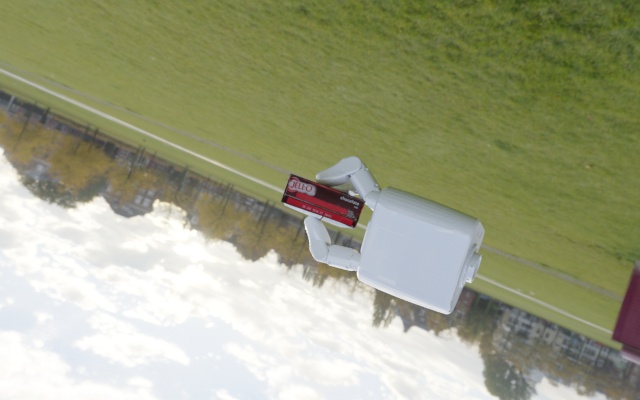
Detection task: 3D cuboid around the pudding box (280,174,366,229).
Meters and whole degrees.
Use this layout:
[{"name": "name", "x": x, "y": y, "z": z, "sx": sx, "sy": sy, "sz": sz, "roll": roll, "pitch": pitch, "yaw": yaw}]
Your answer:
[{"name": "pudding box", "x": 0.000, "y": 0.002, "z": 0.577, "sx": 0.090, "sy": 0.039, "sz": 0.113, "roll": 21, "pitch": -4, "yaw": -2}]
